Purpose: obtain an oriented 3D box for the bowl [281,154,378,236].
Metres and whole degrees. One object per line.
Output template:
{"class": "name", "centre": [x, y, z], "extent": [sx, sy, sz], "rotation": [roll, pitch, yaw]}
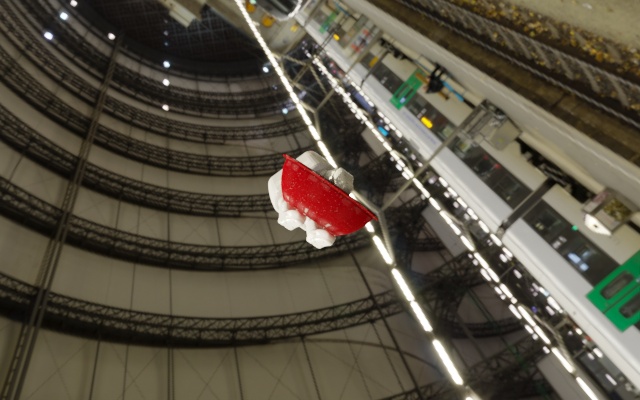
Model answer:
{"class": "bowl", "centre": [0.000, 0.003, 0.672], "extent": [0.162, 0.055, 0.162], "rotation": [35, -2, 1]}
